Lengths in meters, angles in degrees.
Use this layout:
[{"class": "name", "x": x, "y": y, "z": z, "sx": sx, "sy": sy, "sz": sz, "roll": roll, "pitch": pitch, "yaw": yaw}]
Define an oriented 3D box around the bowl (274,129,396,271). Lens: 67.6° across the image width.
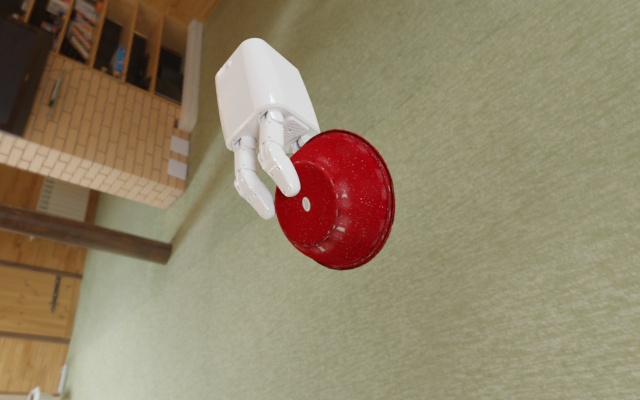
[{"class": "bowl", "x": 0.001, "y": 0.003, "z": 0.526, "sx": 0.162, "sy": 0.162, "sz": 0.055, "roll": 0, "pitch": 4, "yaw": 41}]
